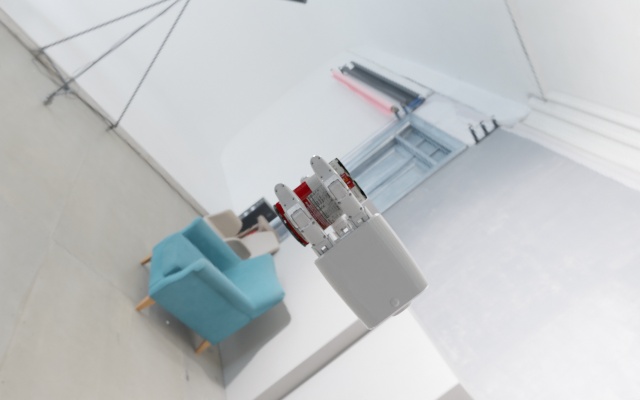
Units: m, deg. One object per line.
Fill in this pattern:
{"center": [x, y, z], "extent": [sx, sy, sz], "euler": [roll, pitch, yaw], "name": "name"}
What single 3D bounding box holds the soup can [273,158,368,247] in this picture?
{"center": [0.000, 0.001, 0.607], "extent": [0.102, 0.068, 0.068], "euler": [-37, -2, 3], "name": "soup can"}
